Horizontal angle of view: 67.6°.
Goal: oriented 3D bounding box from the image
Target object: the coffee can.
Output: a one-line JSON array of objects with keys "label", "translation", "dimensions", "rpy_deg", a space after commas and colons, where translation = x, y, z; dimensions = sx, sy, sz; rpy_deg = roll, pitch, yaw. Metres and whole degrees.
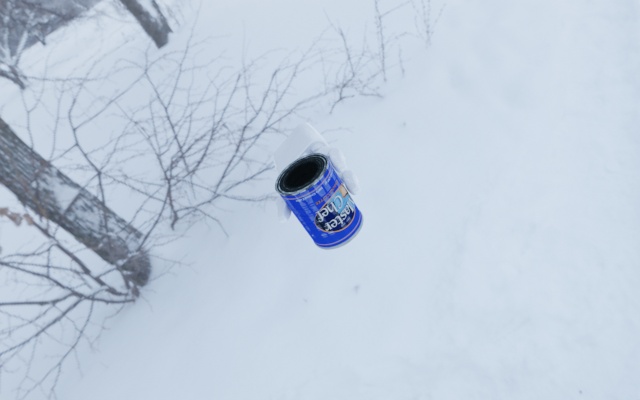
[{"label": "coffee can", "translation": [0.000, 0.003, 0.833], "dimensions": [0.103, 0.102, 0.140], "rpy_deg": [0, -44, 40]}]
